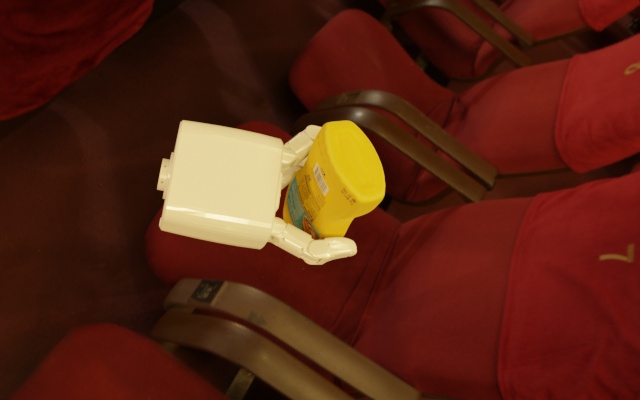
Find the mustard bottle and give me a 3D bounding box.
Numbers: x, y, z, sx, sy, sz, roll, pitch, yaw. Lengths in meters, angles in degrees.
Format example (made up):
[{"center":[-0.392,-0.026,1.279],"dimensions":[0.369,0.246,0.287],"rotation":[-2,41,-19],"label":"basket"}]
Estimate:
[{"center":[0.000,0.002,0.542],"dimensions":[0.058,0.096,0.192],"rotation":[-13,-22,-29],"label":"mustard bottle"}]
